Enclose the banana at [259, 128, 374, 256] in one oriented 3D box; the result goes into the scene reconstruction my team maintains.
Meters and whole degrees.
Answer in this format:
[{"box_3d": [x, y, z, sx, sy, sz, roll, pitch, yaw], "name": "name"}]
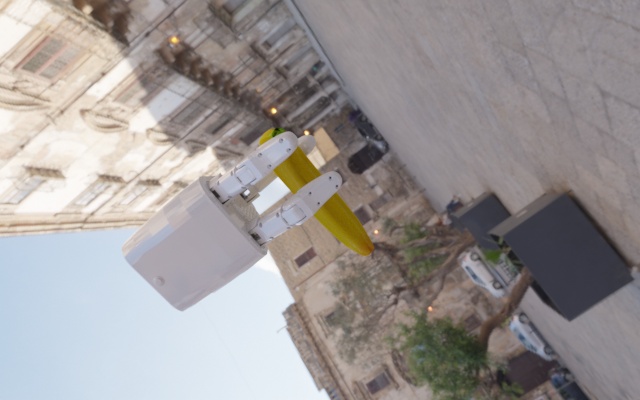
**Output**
[{"box_3d": [-0.008, -0.010, 0.495, 0.198, 0.037, 0.069, 49, 4, -39], "name": "banana"}]
